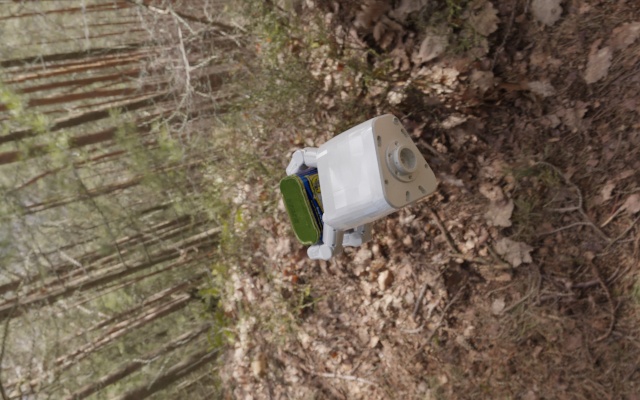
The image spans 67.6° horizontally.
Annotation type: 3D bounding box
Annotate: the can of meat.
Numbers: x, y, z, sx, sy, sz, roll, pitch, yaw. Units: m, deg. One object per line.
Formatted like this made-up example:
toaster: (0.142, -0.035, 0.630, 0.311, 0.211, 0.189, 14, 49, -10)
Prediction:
can of meat: (0.000, 0.002, 0.649, 0.084, 0.102, 0.057, -22, 3, -39)
